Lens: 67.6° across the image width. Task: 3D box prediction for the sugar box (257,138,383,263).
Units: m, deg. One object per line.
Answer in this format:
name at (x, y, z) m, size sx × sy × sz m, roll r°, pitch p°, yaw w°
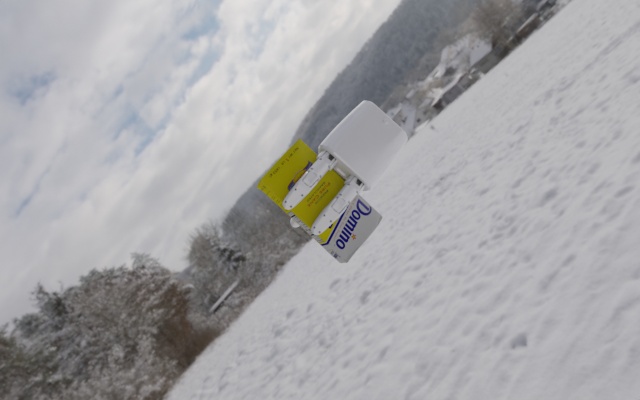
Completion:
sugar box at (0.000, 0.002, 0.716) m, size 0.176 × 0.093 × 0.048 m, roll 42°, pitch -16°, yaw -3°
